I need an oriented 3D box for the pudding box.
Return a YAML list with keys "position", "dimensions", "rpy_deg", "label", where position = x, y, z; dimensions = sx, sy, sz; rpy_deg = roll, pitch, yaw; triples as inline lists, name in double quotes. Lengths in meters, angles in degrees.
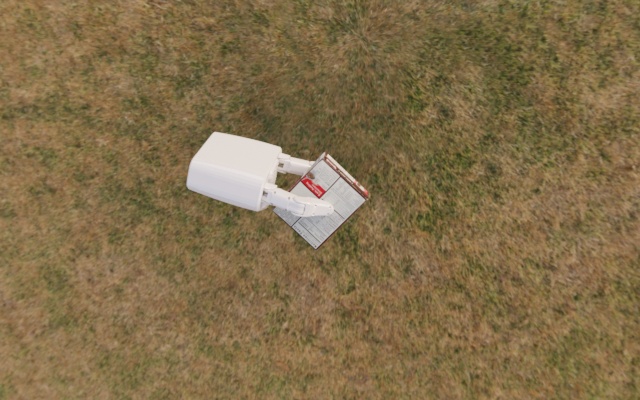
- position: [0.000, 0.002, 0.684]
  dimensions: [0.113, 0.090, 0.039]
  rpy_deg: [-45, 7, 19]
  label: "pudding box"
